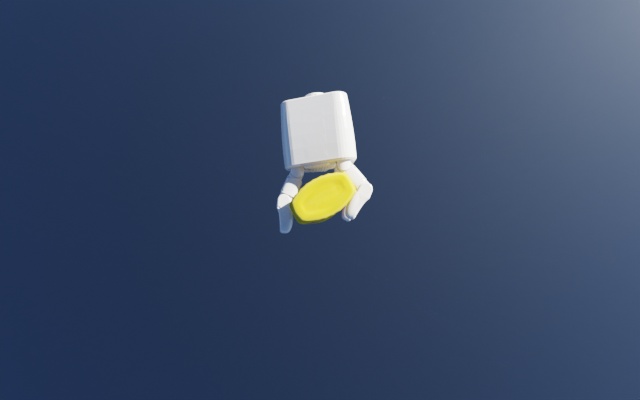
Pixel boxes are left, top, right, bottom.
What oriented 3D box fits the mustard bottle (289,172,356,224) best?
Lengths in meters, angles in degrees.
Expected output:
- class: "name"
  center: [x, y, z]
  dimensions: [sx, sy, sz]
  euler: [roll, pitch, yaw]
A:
- class: "mustard bottle"
  center: [0.000, 0.003, 0.763]
  dimensions: [0.096, 0.058, 0.191]
  euler: [-31, -3, -4]
